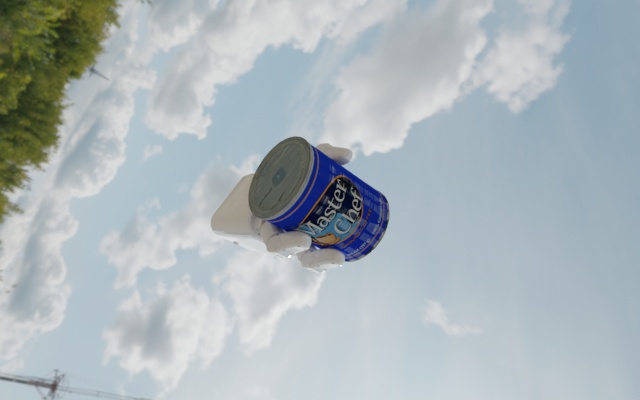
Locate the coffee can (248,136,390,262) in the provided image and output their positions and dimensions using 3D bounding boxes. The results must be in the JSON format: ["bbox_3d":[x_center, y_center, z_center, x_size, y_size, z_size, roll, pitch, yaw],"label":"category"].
[{"bbox_3d":[0.000,0.002,0.572,0.140,0.102,0.103,31,-20,-36],"label":"coffee can"}]
